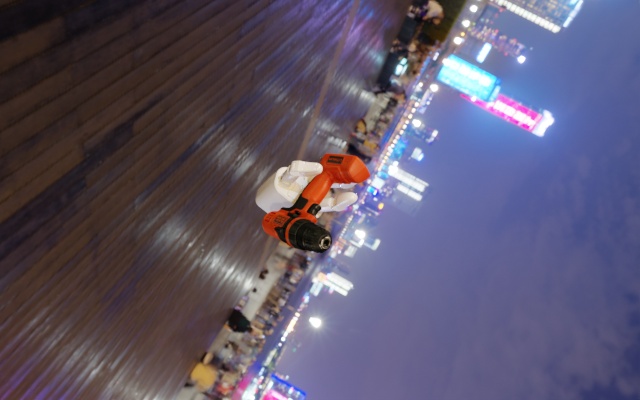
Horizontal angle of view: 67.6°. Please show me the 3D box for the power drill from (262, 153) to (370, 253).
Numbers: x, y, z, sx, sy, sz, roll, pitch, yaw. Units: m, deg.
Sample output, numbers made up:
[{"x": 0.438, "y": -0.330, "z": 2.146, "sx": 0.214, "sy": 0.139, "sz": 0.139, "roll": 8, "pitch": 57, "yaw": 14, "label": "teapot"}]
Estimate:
[{"x": 0.000, "y": 0.002, "z": 0.820, "sx": 0.184, "sy": 0.187, "sz": 0.057, "roll": 15, "pitch": -32, "yaw": 54, "label": "power drill"}]
